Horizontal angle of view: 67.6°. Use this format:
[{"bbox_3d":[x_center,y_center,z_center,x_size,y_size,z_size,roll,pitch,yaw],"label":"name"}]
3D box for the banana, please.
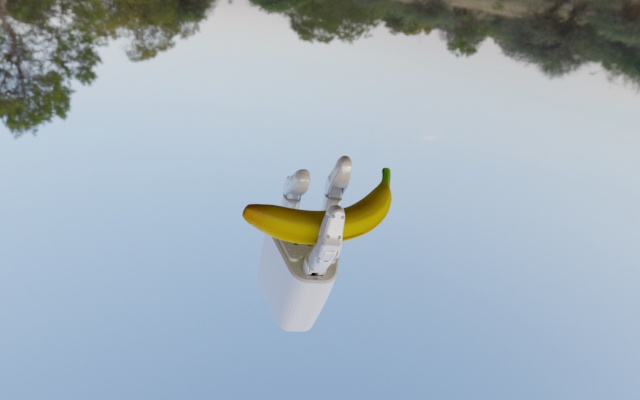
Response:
[{"bbox_3d":[0.011,0.016,0.541,0.198,0.069,0.037,-15,-24,-30],"label":"banana"}]
